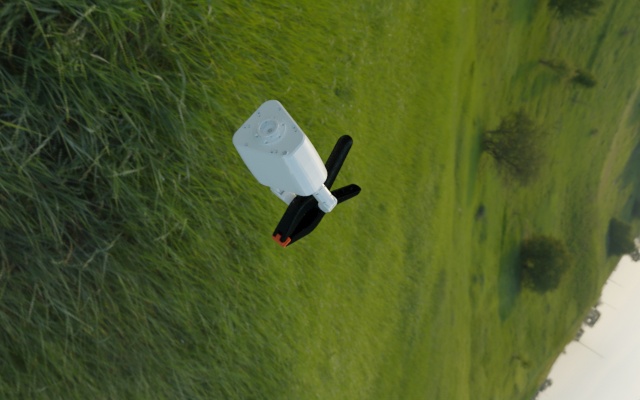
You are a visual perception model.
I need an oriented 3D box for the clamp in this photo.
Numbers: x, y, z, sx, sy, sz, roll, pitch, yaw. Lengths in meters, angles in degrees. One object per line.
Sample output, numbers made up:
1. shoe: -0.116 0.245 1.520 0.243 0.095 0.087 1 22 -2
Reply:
1. clamp: 0.000 0.003 0.841 0.036 0.210 0.165 34 -13 29
